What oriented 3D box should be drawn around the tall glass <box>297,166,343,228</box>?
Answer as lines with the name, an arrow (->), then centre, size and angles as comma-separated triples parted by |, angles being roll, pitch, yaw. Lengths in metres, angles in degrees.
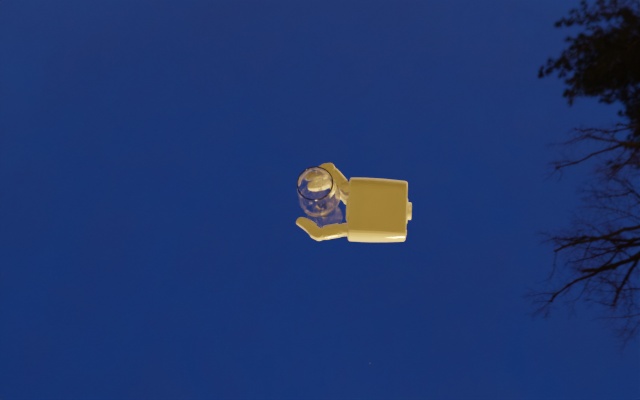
tall glass -> 0.000, 0.003, 0.894 | 0.079, 0.079, 0.201 | 0, -19, 6
